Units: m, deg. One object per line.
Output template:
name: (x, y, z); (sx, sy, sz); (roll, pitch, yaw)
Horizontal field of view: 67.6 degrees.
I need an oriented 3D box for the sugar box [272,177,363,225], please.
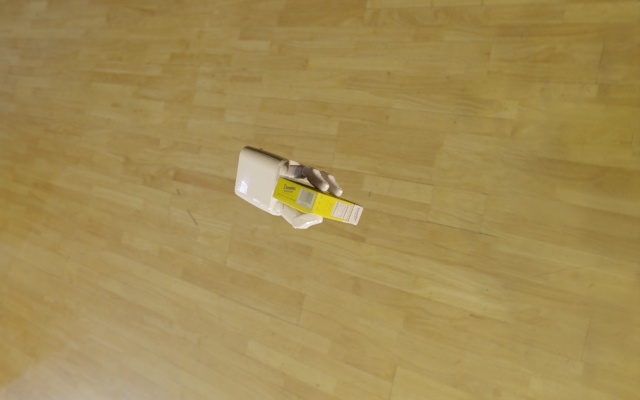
sugar box: (0.000, 0.002, 0.895); (0.093, 0.048, 0.176); (23, 6, 31)
